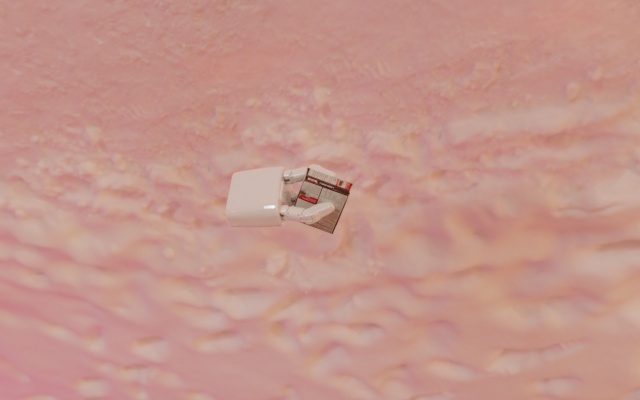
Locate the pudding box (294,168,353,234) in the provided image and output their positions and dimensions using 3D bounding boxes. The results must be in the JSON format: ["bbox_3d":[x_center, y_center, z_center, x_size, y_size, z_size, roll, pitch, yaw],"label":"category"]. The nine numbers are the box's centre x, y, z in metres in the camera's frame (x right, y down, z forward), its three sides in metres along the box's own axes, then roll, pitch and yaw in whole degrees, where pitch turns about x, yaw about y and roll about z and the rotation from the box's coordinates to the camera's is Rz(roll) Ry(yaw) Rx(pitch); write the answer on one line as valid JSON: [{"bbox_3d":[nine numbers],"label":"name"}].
[{"bbox_3d":[0.000,0.003,0.896,0.090,0.114,0.039,19,44,-2],"label":"pudding box"}]
